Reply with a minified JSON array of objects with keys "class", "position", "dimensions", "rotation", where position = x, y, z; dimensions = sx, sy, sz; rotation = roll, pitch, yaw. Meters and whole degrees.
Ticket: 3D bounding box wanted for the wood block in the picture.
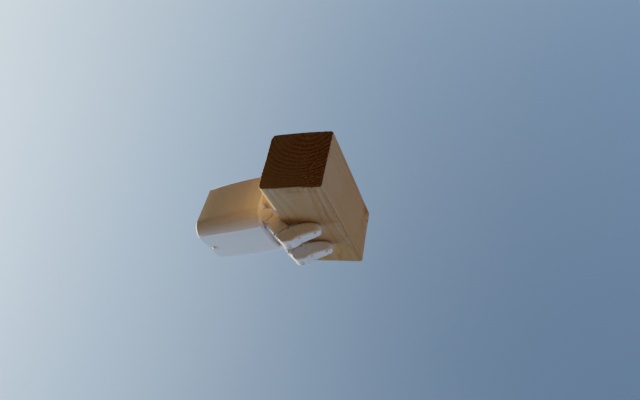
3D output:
[{"class":"wood block","position":[0.000,0.002,0.693],"dimensions":[0.090,0.090,0.206],"rotation":[-1,-33,20]}]
